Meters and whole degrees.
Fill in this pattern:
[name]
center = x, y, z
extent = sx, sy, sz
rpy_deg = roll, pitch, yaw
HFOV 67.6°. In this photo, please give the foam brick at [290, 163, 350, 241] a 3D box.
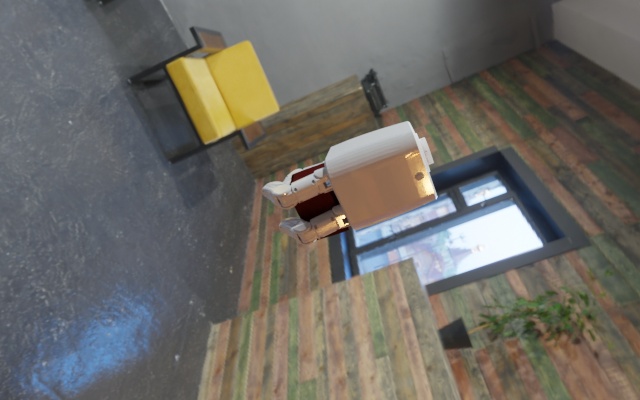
[foam brick]
center = 0.000, 0.002, 0.603
extent = 0.051, 0.078, 0.053
rpy_deg = -19, 31, 13
